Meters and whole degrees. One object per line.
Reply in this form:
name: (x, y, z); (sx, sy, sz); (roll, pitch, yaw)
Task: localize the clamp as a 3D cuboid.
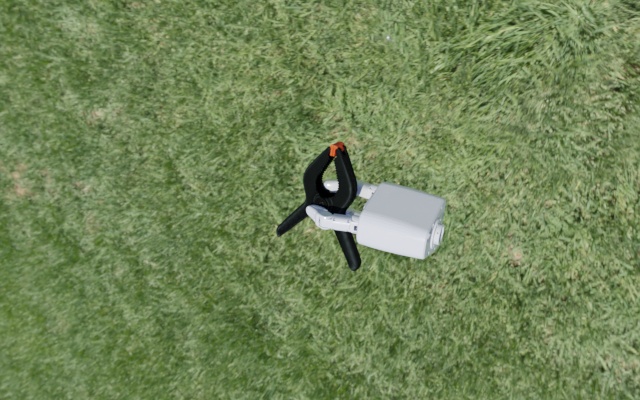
clamp: (0.000, 0.002, 0.786); (0.164, 0.210, 0.036); (15, 25, 24)
